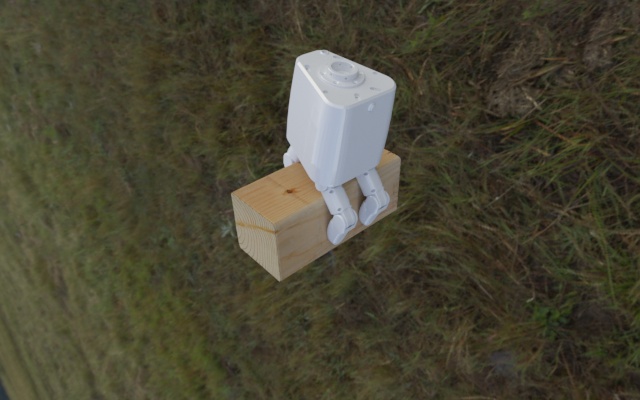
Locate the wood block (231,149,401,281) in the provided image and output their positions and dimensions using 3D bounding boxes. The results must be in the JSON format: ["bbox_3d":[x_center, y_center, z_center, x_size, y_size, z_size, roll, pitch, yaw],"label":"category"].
[{"bbox_3d":[0.000,0.002,0.619,0.206,0.090,0.090,-28,43,-31],"label":"wood block"}]
